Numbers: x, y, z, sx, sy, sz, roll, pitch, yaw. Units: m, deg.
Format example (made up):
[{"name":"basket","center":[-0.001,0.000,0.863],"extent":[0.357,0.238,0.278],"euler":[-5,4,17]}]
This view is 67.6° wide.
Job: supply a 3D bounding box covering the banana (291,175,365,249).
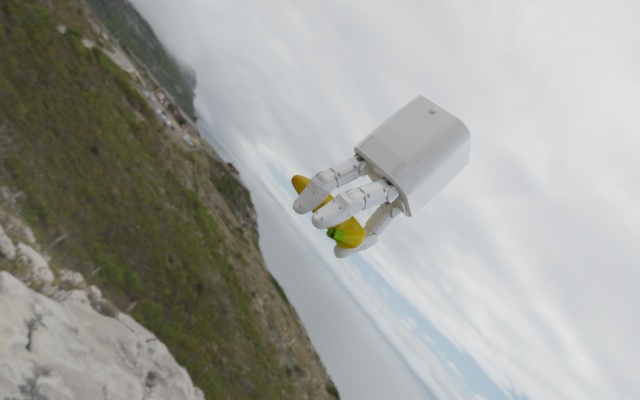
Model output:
[{"name":"banana","center":[0.012,0.015,0.605],"extent":[0.070,0.037,0.197],"euler":[47,1,-26]}]
